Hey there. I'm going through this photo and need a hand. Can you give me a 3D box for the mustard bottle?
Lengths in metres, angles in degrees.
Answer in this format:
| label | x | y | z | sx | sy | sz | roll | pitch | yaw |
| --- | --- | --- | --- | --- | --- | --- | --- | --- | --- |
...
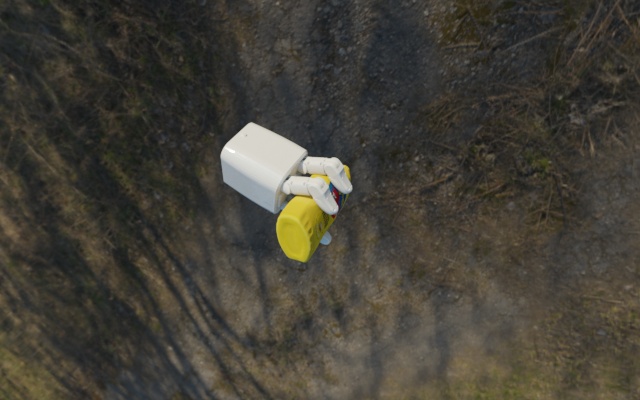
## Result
| label | x | y | z | sx | sy | sz | roll | pitch | yaw |
| --- | --- | --- | --- | --- | --- | --- | --- | --- | --- |
| mustard bottle | 0.000 | 0.003 | 0.765 | 0.058 | 0.096 | 0.191 | 11 | 42 | 24 |
